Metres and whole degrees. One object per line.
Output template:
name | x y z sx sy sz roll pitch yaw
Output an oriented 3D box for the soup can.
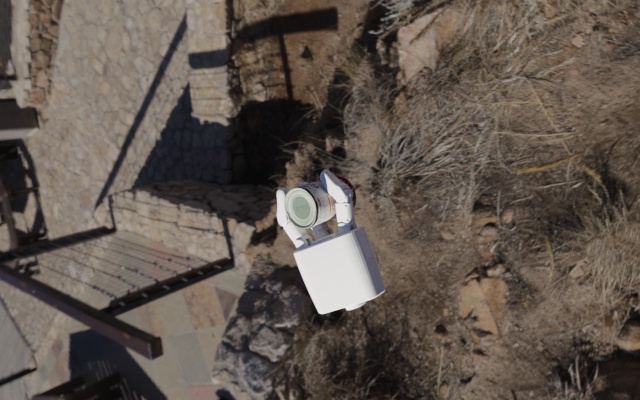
soup can | 0.000 0.002 0.754 0.068 0.068 0.102 0 12 39
